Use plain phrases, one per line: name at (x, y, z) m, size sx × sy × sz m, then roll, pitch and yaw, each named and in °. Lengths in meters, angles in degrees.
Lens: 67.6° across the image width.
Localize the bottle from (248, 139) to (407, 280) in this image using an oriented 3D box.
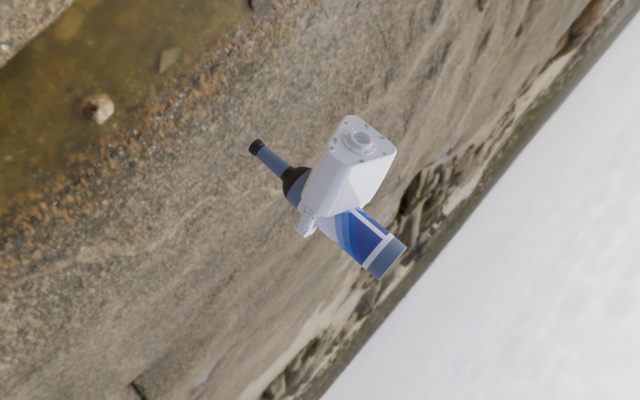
bottle at (0.000, 0.003, 0.751) m, size 0.295 × 0.069 × 0.069 m, roll 41°, pitch 11°, yaw 13°
